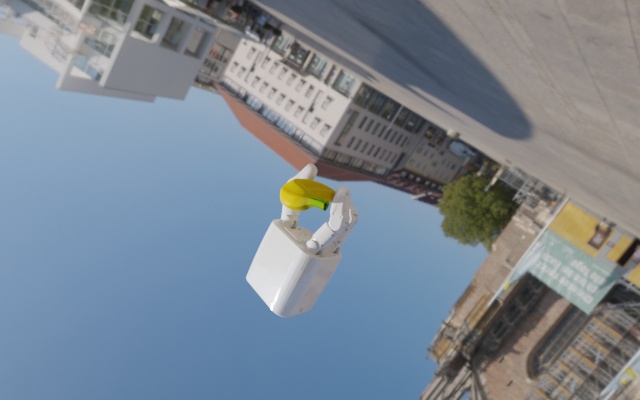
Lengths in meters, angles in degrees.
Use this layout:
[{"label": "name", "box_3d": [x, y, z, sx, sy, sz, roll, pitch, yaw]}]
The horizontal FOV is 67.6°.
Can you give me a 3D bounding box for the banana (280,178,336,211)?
[{"label": "banana", "box_3d": [-0.017, -0.006, 0.656, 0.069, 0.037, 0.198, 25, 8, 3]}]
